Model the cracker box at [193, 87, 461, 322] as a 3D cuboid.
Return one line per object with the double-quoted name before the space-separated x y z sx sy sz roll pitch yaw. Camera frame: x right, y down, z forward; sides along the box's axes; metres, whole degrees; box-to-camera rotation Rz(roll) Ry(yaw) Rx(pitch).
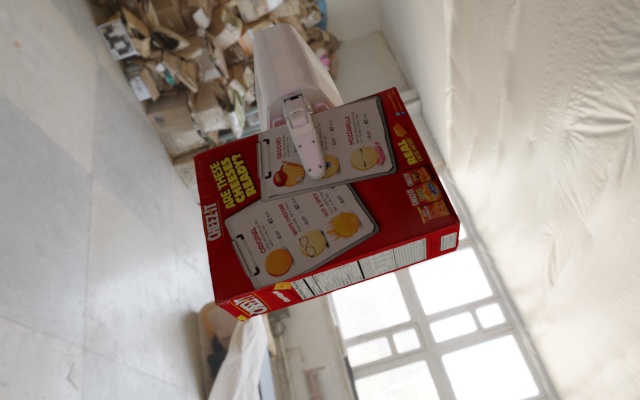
"cracker box" 0.000 0.001 0.455 0.214 0.164 0.072 -19 -32 3
